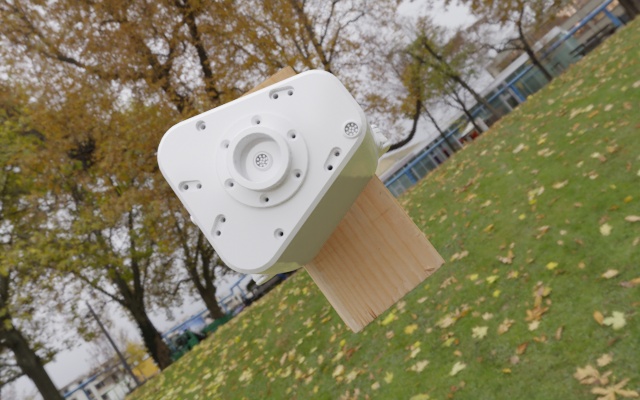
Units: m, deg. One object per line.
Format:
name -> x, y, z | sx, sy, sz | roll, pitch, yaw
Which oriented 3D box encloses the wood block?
wood block -> 0.000, 0.001, 0.418 | 0.091, 0.206, 0.090 | -36, -8, -7
